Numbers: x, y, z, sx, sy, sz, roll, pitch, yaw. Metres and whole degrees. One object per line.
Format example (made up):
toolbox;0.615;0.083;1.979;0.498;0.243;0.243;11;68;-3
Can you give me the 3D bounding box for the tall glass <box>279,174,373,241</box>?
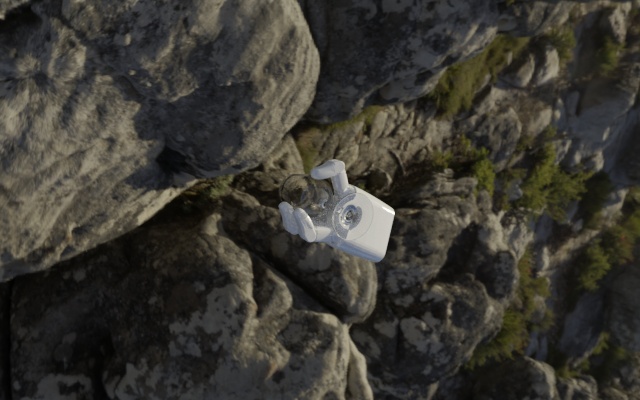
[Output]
tall glass;0.000;0.003;0.799;0.079;0.079;0.201;0;13;-31
